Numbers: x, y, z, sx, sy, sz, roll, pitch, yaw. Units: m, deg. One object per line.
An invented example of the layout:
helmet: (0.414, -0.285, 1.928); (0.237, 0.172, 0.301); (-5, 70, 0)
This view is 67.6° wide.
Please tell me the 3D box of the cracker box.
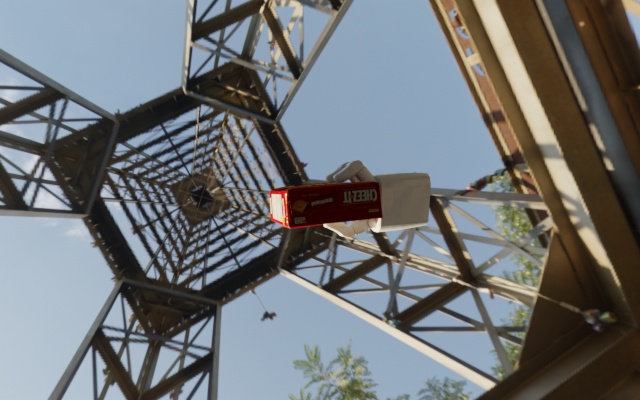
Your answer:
cracker box: (0.000, 0.003, 0.888); (0.164, 0.072, 0.213); (-6, 2, -14)
